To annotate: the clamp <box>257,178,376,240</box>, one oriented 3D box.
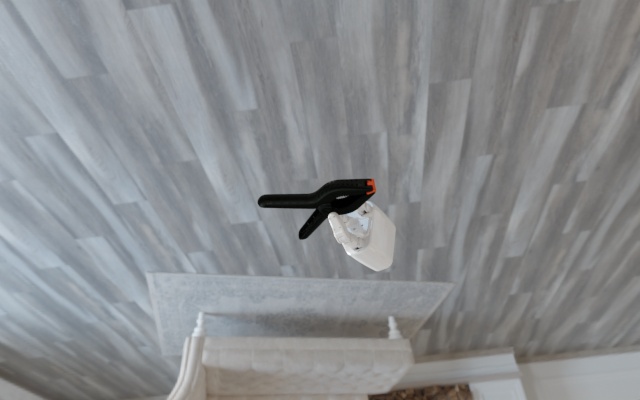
[{"bbox_3d":[0.001,0.003,0.887,0.210,0.036,0.165,-25,-37,25],"label":"clamp"}]
